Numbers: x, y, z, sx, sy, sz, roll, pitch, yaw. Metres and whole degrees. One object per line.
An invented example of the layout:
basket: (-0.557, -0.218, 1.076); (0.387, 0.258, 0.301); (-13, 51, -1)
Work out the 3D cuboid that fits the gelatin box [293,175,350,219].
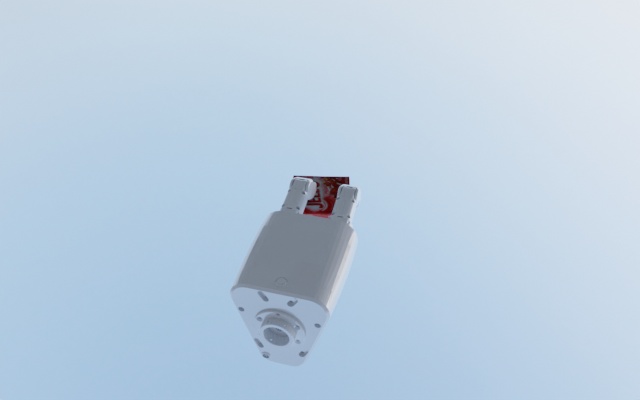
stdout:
gelatin box: (0.000, 0.002, 0.585); (0.073, 0.030, 0.089); (1, 33, 1)
